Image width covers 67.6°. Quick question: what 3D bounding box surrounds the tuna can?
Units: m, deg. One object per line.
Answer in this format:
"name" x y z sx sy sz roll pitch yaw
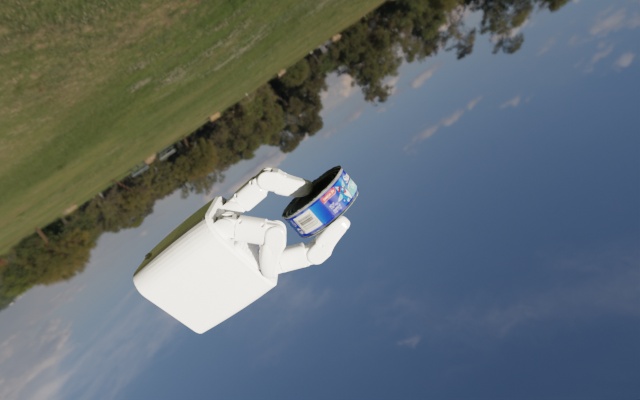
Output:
"tuna can" 0.001 0.002 0.528 0.086 0.034 0.086 -39 12 10
